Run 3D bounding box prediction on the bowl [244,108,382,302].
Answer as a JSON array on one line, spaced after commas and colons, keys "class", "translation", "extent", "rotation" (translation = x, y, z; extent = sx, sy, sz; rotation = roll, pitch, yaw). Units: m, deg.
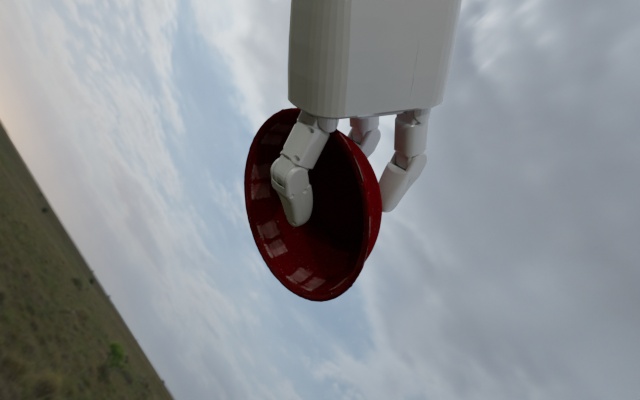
[{"class": "bowl", "translation": [0.000, 0.002, 0.412], "extent": [0.055, 0.162, 0.162], "rotation": [-11, 7, -41]}]
